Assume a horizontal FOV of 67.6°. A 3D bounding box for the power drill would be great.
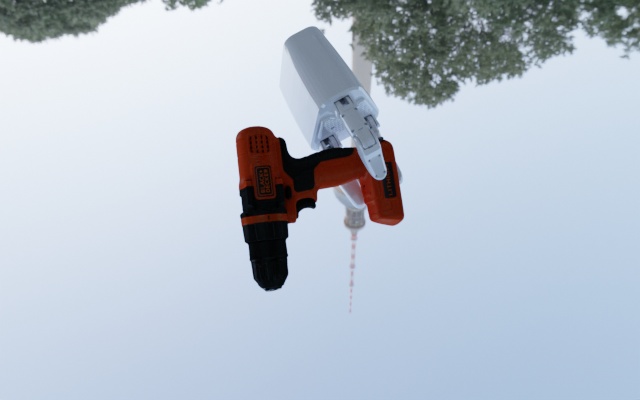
[{"bbox_3d":[0.000,0.001,0.552,0.187,0.184,0.057,-5,-5,-19],"label":"power drill"}]
